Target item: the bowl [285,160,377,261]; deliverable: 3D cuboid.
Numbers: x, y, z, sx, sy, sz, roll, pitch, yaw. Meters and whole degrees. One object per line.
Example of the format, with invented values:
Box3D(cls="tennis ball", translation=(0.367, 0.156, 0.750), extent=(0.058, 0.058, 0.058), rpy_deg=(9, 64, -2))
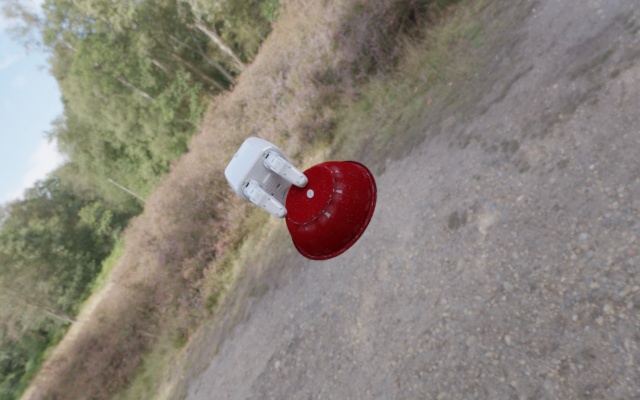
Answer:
Box3D(cls="bowl", translation=(0.001, 0.002, 0.688), extent=(0.162, 0.162, 0.055), rpy_deg=(0, -24, 44))
